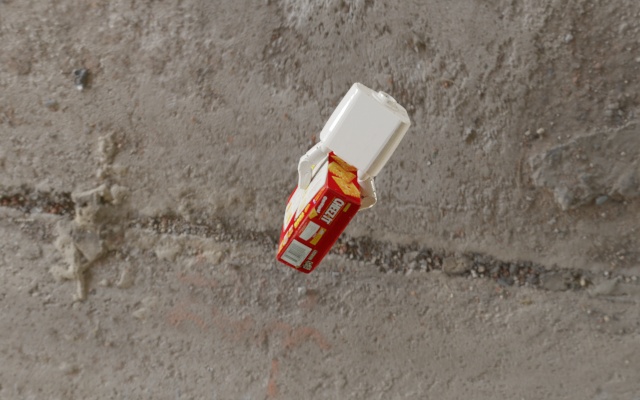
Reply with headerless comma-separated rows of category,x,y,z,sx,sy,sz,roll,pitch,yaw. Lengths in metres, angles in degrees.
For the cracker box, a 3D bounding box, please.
cracker box,0.000,0.003,0.847,0.072,0.164,0.213,29,26,-12
